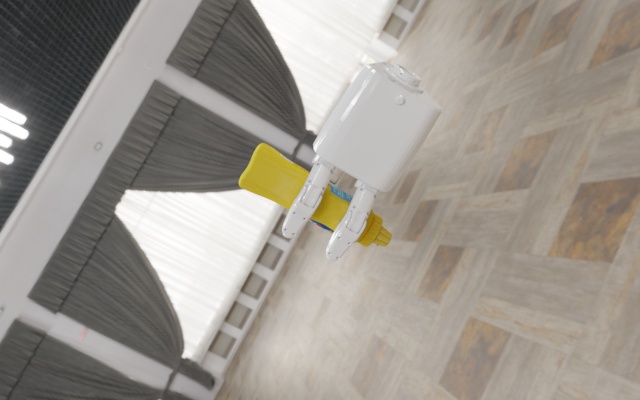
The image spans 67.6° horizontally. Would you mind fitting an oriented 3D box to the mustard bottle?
[{"bbox_3d":[0.000,0.002,0.567,0.191,0.058,0.096,29,2,-8],"label":"mustard bottle"}]
